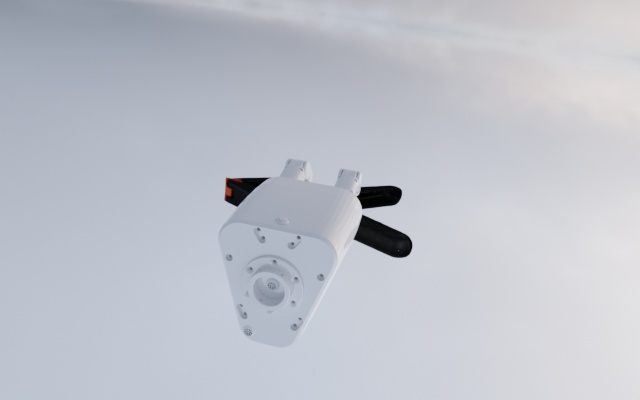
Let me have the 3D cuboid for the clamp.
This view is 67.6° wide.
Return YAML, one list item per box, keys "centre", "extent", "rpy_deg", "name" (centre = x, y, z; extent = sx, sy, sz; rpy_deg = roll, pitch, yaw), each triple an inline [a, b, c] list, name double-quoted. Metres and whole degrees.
- centre: [-0.001, 0.002, 0.533]
  extent: [0.210, 0.036, 0.164]
  rpy_deg: [12, 20, 9]
  name: "clamp"
